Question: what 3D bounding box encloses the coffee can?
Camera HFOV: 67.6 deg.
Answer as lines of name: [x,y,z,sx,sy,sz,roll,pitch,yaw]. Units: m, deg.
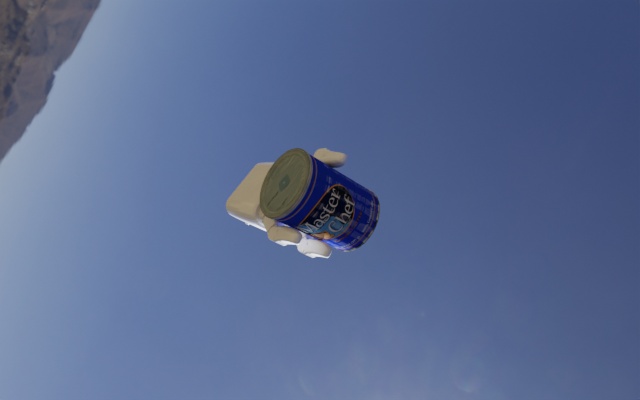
coffee can: [0.000,0.002,0.676,0.140,0.102,0.103,28,-17,-36]
